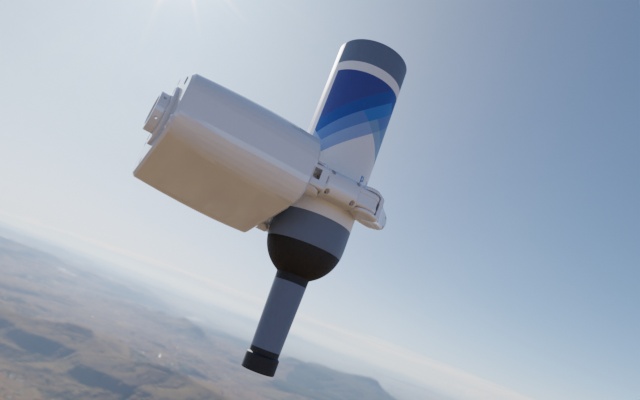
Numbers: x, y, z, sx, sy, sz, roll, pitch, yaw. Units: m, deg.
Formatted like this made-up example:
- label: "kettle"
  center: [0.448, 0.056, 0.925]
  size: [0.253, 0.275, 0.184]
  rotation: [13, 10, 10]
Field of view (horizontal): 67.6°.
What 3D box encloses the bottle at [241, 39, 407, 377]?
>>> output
- label: "bottle"
  center: [0.000, 0.001, 0.414]
  size: [0.069, 0.295, 0.069]
  rotation: [19, -15, 5]
